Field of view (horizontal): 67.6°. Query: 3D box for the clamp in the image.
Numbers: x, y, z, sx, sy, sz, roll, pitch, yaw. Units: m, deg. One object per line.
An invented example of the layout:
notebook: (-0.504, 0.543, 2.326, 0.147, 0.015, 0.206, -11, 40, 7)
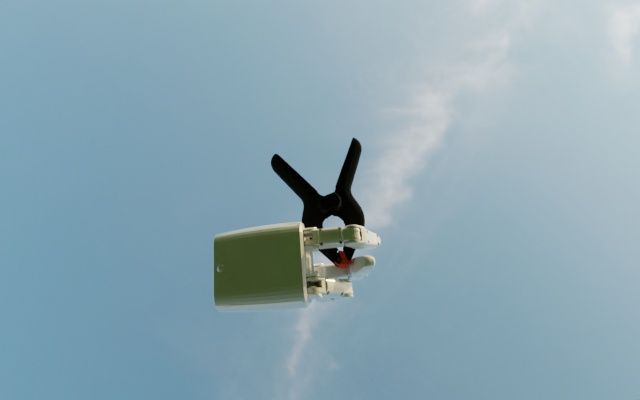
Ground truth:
clamp: (0.000, 0.002, 0.608, 0.120, 0.171, 0.039, -6, -21, 3)
